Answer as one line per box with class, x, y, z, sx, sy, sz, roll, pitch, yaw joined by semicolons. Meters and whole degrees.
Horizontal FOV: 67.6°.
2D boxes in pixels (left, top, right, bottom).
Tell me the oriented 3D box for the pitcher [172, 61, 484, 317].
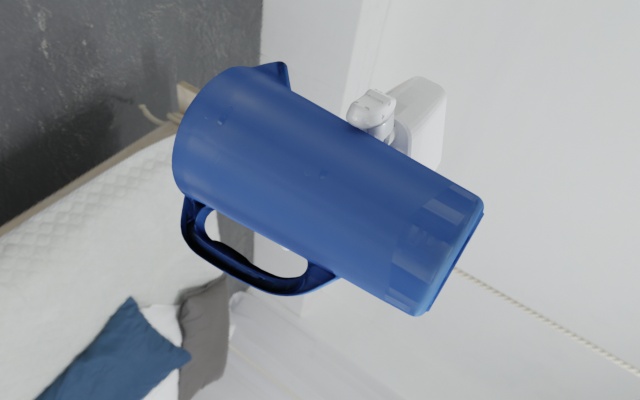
pitcher;0.000;0.001;0.409;0.243;0.149;0.145;30;43;18
